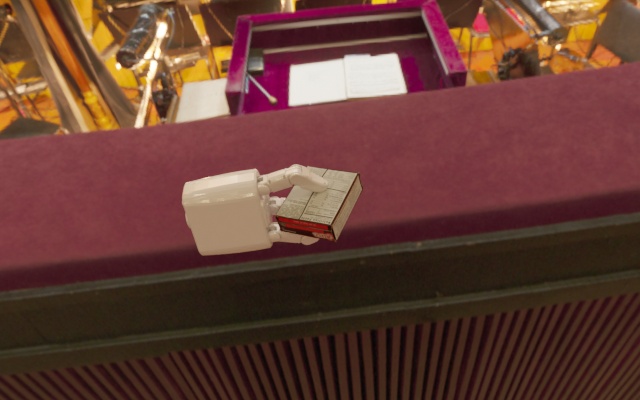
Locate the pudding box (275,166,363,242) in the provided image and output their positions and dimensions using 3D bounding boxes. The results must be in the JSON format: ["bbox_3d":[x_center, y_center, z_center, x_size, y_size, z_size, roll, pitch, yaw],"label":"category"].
[{"bbox_3d":[0.000,0.002,0.689,0.090,0.113,0.039,10,-40,24],"label":"pudding box"}]
